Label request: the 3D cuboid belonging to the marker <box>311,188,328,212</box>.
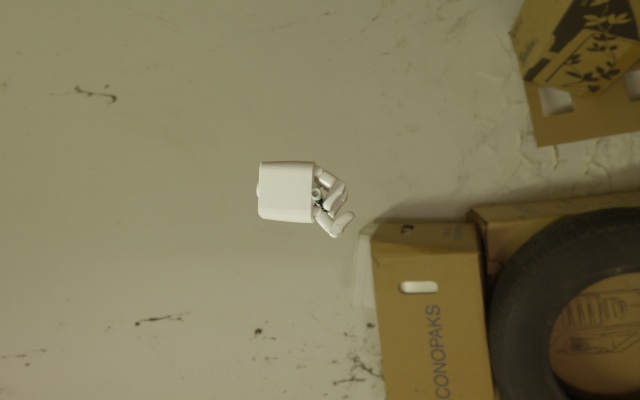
[{"bbox_3d":[0.000,0.003,0.889,0.020,0.020,0.121,0,-15,8],"label":"marker"}]
